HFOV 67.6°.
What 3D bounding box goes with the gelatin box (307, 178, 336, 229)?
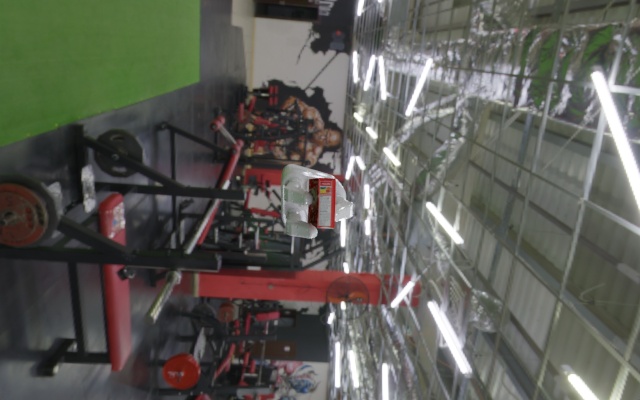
[{"bbox_3d":[0.001,0.002,0.727,0.030,0.073,0.089,2,2,-11],"label":"gelatin box"}]
